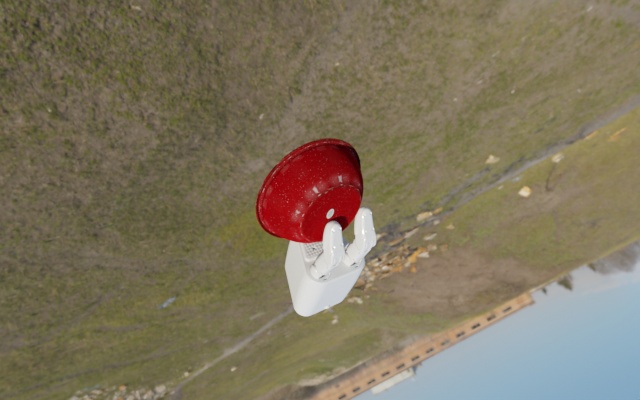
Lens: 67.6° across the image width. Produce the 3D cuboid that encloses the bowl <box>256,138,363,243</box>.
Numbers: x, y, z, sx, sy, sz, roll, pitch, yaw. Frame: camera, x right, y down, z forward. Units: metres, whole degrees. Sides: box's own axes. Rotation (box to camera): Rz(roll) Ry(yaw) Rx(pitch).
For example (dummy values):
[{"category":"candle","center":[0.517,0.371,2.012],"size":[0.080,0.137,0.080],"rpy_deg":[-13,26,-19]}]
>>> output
[{"category":"bowl","center":[0.000,0.001,0.617],"size":[0.162,0.162,0.055],"rpy_deg":[0,36,-41]}]
